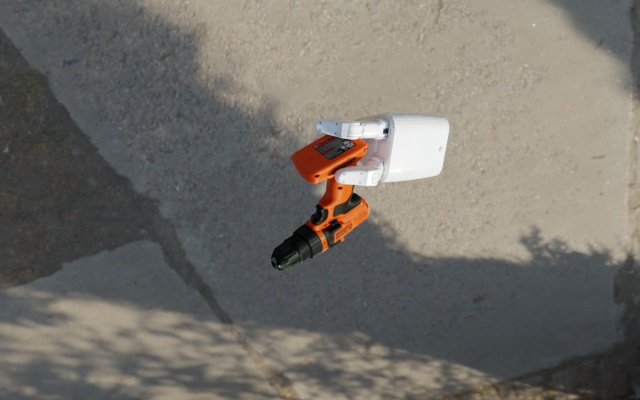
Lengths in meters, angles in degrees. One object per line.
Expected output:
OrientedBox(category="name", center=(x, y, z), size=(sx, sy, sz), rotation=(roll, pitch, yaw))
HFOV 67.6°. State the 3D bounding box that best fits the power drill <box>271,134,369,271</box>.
OrientedBox(category="power drill", center=(0.000, 0.002, 0.687), size=(0.184, 0.188, 0.057), rotation=(-34, 57, -29))
